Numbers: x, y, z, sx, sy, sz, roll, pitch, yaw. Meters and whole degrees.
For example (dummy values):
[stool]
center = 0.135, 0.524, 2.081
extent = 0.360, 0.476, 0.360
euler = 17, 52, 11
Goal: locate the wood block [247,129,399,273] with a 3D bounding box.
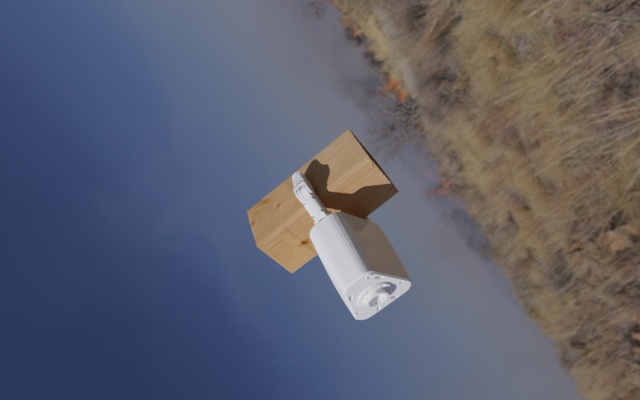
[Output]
[wood block]
center = 0.000, 0.003, 0.726
extent = 0.091, 0.206, 0.090
euler = 44, 12, -38
